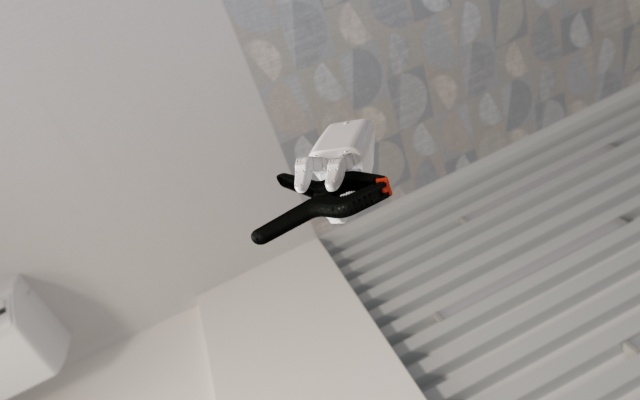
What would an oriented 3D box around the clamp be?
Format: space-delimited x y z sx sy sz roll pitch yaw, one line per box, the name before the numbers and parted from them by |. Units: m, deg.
clamp | 0.001 0.003 0.717 0.210 0.036 0.164 -5 37 25
